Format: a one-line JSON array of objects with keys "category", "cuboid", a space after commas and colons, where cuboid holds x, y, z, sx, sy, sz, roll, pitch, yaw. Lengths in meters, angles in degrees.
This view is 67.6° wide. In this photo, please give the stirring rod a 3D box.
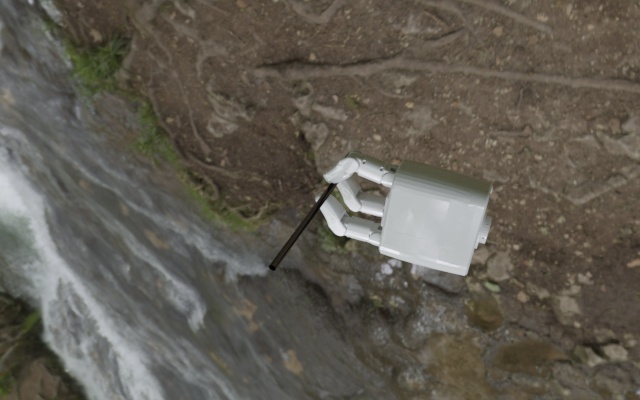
[{"category": "stirring rod", "cuboid": [0.000, 0.002, 0.570, 0.011, 0.011, 0.239, 0, 33, 29]}]
